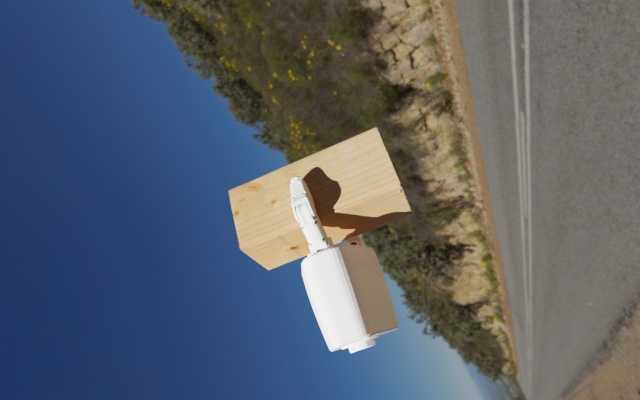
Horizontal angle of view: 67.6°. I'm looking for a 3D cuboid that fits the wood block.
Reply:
[{"bbox_3d":[0.000,0.002,0.612,0.206,0.090,0.091,-22,-30,9],"label":"wood block"}]
